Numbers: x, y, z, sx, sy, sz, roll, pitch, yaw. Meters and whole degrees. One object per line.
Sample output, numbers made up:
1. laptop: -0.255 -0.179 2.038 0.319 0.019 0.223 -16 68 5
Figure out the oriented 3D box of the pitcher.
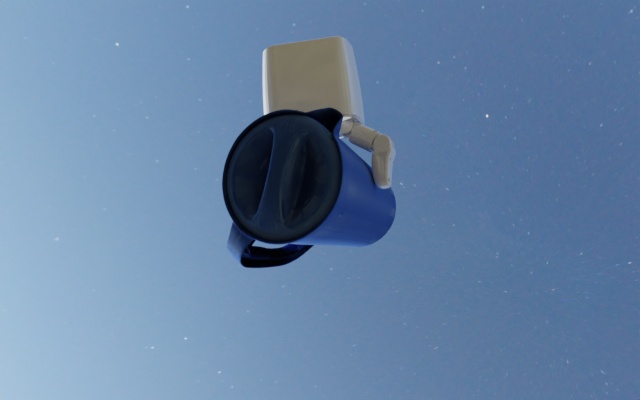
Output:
1. pitcher: 0.000 0.002 0.563 0.149 0.145 0.243 -11 -14 23
